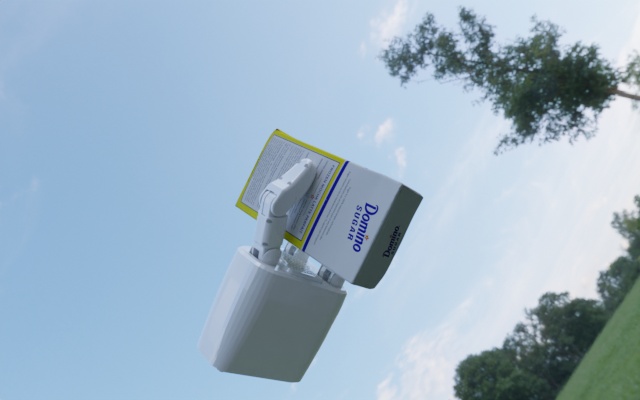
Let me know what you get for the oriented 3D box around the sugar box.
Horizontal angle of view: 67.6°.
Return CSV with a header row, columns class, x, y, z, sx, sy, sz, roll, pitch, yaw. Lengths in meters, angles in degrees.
class,x,y,z,sx,sy,sz,roll,pitch,yaw
sugar box,0.000,0.002,0.449,0.176,0.093,0.048,29,4,40
